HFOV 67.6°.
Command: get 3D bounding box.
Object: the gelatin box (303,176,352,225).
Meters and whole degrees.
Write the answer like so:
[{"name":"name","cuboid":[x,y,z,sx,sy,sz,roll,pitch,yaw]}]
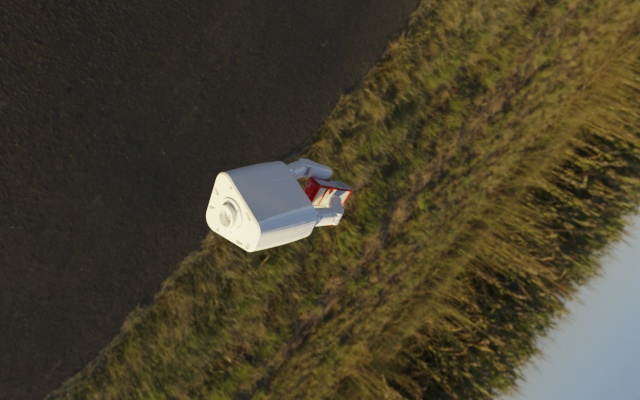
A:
[{"name":"gelatin box","cuboid":[0.001,0.003,0.764,0.089,0.073,0.030,6,30,-51]}]
